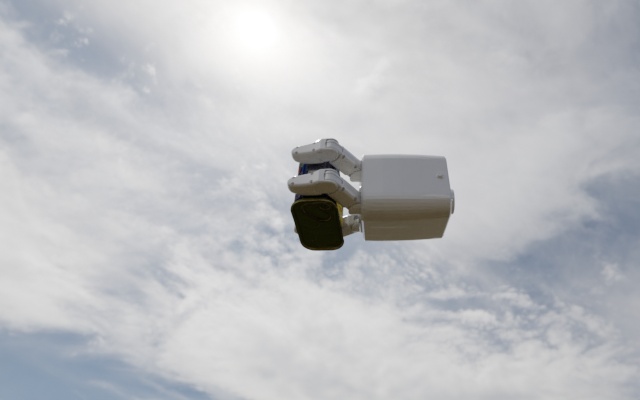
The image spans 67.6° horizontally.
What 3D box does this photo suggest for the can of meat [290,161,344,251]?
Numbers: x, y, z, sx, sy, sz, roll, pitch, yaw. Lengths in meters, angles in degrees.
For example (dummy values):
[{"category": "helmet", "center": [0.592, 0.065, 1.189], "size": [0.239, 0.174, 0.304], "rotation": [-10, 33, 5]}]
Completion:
[{"category": "can of meat", "center": [0.000, 0.002, 0.619], "size": [0.057, 0.083, 0.102], "rotation": [-3, -41, 10]}]
